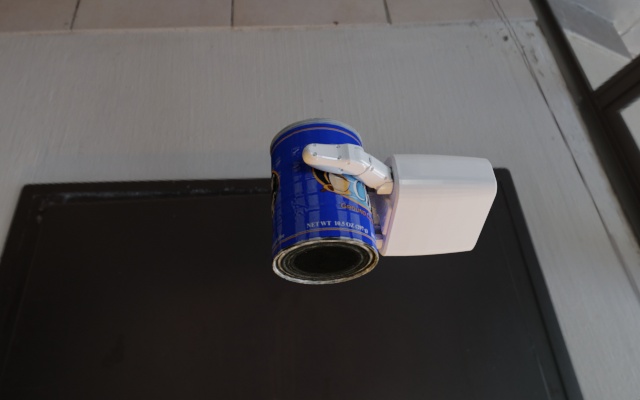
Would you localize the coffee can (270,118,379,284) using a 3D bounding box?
[{"bbox_3d":[0.000,0.001,0.492,0.103,0.140,0.103,-3,-31,-2],"label":"coffee can"}]
